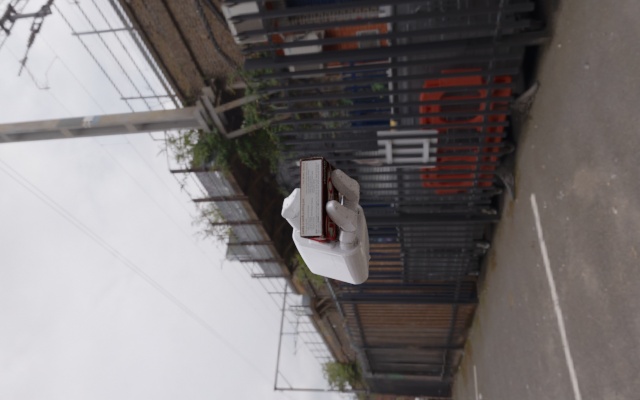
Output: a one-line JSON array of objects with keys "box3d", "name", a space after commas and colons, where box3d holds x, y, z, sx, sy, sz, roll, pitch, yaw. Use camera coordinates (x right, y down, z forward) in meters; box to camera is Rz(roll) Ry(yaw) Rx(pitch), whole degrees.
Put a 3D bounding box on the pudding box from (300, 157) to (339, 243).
[{"box3d": [0.000, 0.002, 0.687, 0.039, 0.113, 0.090, -5, -9, 14], "name": "pudding box"}]
